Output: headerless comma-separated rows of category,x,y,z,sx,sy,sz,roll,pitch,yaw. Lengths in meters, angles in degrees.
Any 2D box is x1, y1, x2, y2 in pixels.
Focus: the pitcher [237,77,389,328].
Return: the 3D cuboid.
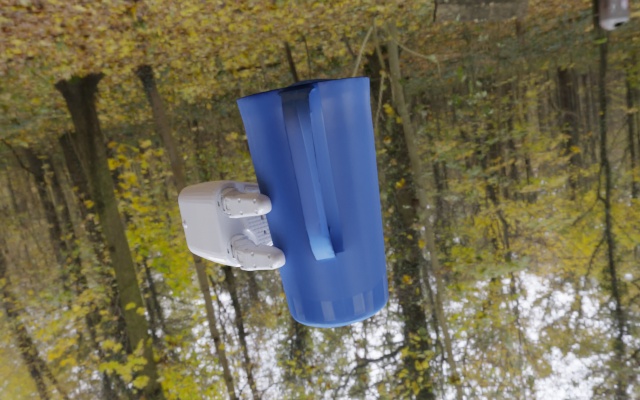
pitcher,0.000,0.002,0.485,0.149,0.243,0.145,-18,12,-41
